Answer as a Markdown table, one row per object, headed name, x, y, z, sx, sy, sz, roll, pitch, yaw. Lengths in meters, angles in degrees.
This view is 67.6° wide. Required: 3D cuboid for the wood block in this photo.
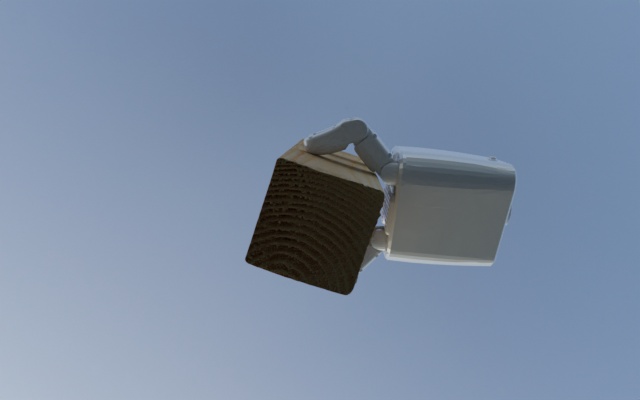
| name | x | y | z | sx | sy | sz | roll | pitch | yaw |
| --- | --- | --- | --- | --- | --- | --- | --- | --- | --- |
| wood block | 0.000 | 0.002 | 0.466 | 0.090 | 0.091 | 0.206 | 18 | 11 | -1 |
